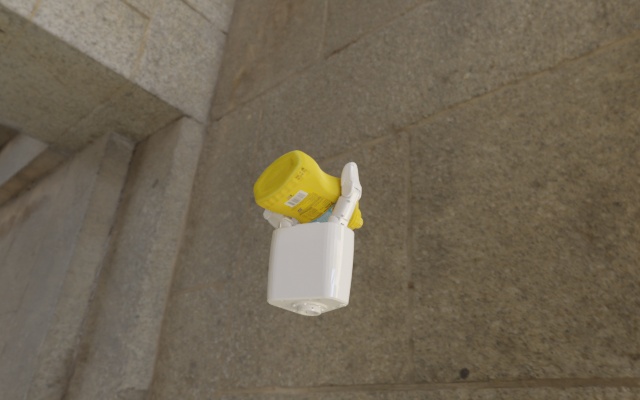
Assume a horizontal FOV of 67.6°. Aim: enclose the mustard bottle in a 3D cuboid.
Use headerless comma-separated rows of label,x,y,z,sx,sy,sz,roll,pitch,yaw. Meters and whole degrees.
mustard bottle,0.000,0.002,0.713,0.096,0.058,0.192,-40,-45,22
